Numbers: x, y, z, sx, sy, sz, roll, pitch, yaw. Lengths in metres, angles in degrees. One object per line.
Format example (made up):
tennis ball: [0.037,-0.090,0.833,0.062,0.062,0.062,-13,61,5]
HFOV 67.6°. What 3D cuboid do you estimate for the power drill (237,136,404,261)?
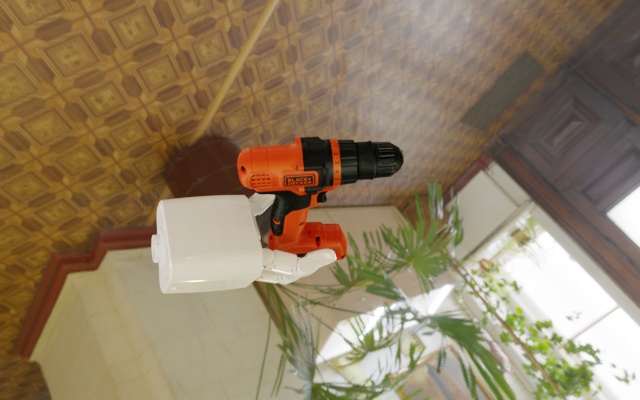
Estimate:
power drill: [0.000,0.002,0.582,0.184,0.057,0.188,-2,-42,-3]
